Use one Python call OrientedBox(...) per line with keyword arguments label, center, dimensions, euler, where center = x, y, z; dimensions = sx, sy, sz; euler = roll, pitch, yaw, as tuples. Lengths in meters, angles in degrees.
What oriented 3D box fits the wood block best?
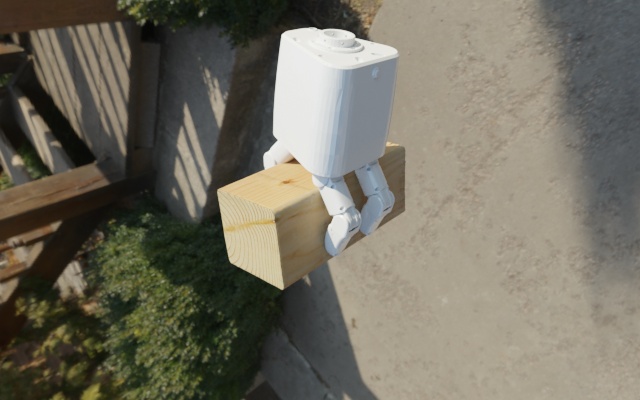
OrientedBox(label="wood block", center=(0.000, 0.001, 0.538), dimensions=(0.091, 0.090, 0.206), euler=(19, 34, 40))
